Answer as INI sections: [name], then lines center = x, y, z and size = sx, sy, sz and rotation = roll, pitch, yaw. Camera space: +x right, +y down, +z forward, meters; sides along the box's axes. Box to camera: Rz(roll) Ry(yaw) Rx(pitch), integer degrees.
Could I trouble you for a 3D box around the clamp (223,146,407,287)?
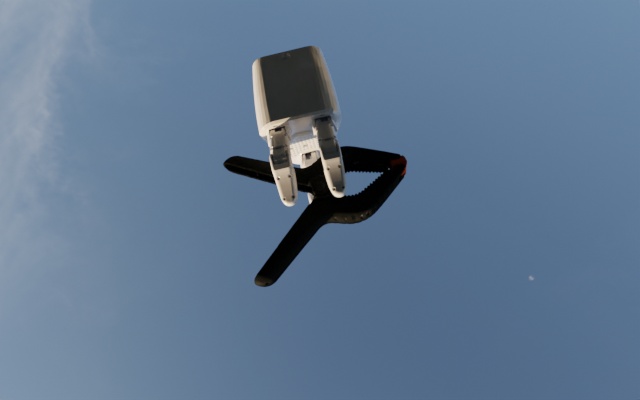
[clamp]
center = 0.001, 0.002, 0.542
size = 0.210, 0.164, 0.036
rotation = -13, -23, 2
